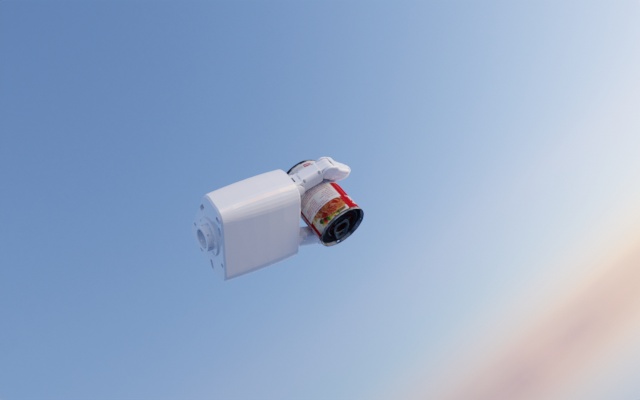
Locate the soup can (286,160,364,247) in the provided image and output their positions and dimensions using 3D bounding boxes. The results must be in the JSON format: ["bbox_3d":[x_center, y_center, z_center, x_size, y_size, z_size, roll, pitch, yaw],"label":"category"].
[{"bbox_3d":[0.000,0.002,0.637,0.068,0.068,0.102,0,41,-50],"label":"soup can"}]
